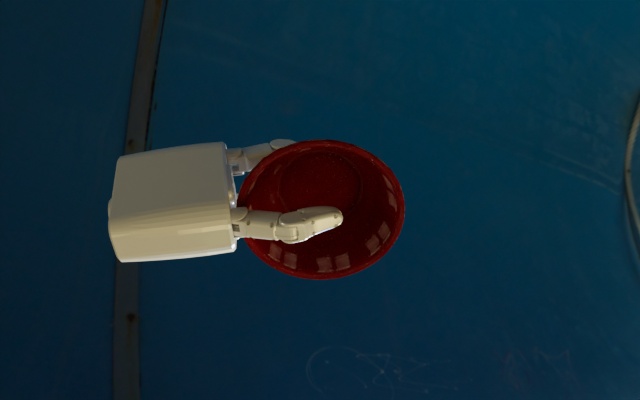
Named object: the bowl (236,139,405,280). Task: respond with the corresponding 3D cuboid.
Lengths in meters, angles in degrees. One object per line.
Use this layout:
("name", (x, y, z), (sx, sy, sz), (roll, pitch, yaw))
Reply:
("bowl", (0.001, 0.002, 0.479), (0.162, 0.162, 0.055), (0, 33, -1))
